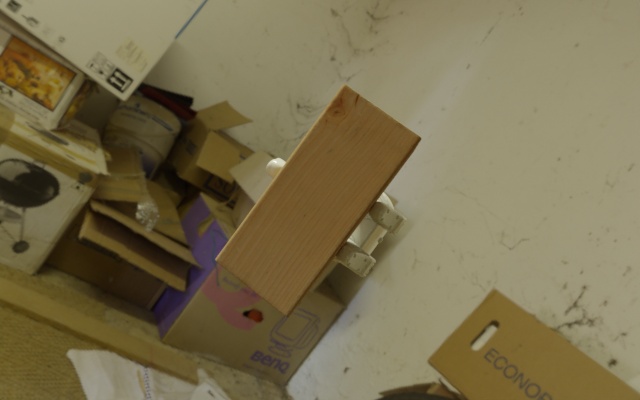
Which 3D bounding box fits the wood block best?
[{"bbox_3d":[0.000,0.001,0.484,0.091,0.206,0.090,36,2,6],"label":"wood block"}]
